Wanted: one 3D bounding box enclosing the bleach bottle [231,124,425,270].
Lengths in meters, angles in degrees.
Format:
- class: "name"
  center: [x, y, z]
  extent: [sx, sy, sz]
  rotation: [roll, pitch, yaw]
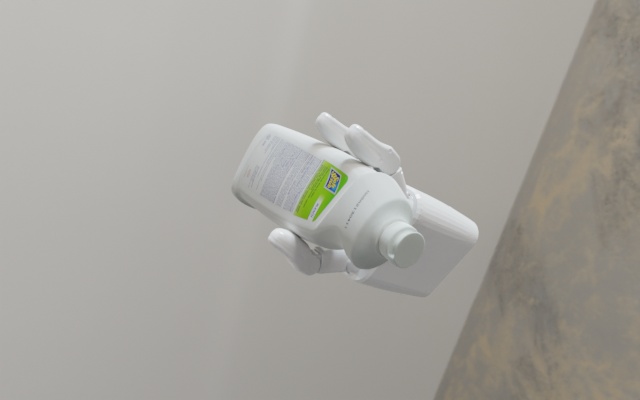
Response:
- class: "bleach bottle"
  center: [0.000, 0.001, 0.448]
  extent: [0.068, 0.102, 0.250]
  rotation: [22, 8, -36]
